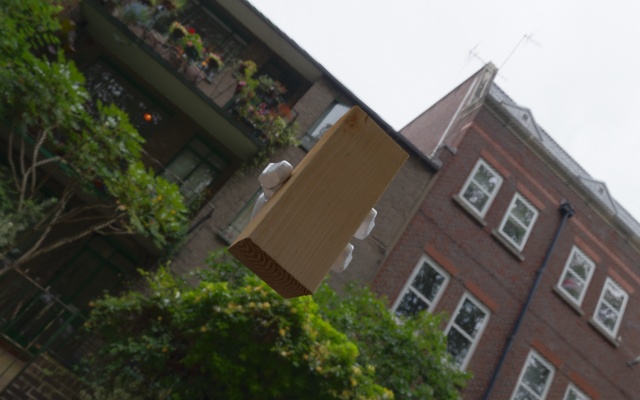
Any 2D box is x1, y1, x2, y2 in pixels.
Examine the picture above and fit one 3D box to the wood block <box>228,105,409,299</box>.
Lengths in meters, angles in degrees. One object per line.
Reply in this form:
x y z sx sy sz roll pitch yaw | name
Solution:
0.000 0.002 0.550 0.091 0.206 0.090 42 -26 -9 | wood block
